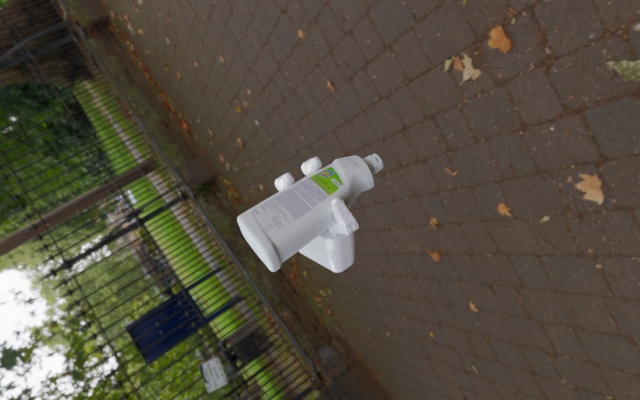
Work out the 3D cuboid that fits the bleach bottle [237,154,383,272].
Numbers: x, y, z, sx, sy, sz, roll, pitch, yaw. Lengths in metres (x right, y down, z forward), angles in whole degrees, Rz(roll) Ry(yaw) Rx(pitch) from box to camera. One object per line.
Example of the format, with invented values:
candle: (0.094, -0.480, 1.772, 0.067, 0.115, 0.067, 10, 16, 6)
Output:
bleach bottle: (0.000, 0.002, 0.754, 0.251, 0.068, 0.102, -32, 53, -18)
